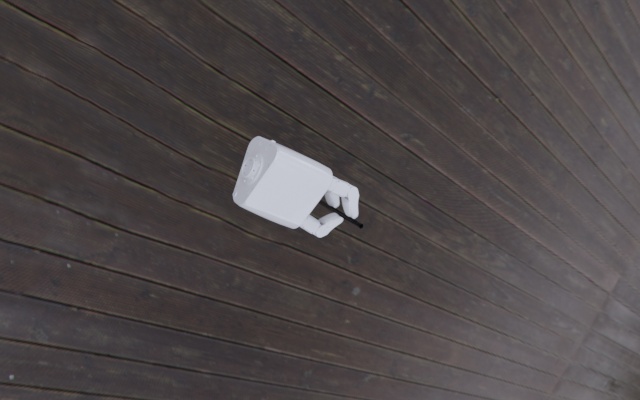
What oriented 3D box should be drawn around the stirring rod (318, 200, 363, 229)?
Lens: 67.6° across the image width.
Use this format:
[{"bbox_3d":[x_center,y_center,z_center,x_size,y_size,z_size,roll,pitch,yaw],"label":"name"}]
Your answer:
[{"bbox_3d":[0.000,0.003,0.843,0.011,0.011,0.239,0,18,-34],"label":"stirring rod"}]
